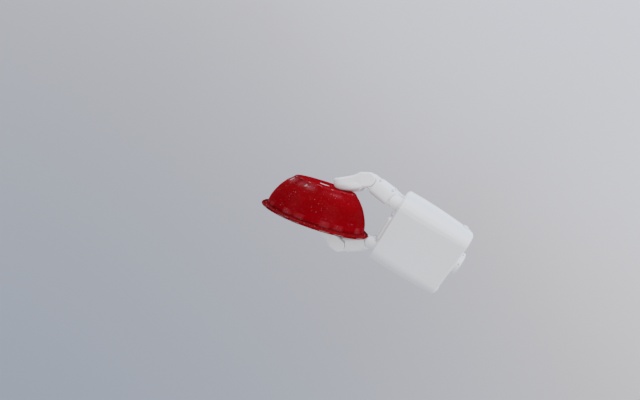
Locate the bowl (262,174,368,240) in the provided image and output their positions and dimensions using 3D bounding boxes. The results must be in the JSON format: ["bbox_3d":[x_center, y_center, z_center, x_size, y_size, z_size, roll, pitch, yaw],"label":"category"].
[{"bbox_3d":[-0.001,0.001,0.690,0.162,0.055,0.162,18,7,-2],"label":"bowl"}]
